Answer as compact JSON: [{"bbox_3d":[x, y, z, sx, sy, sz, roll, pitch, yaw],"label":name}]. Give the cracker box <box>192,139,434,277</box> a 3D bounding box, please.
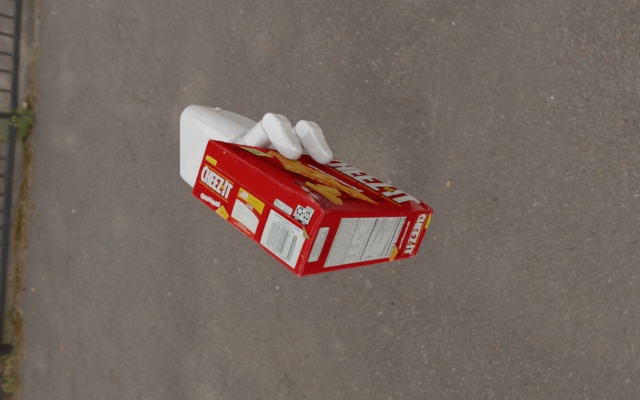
[{"bbox_3d":[0.000,0.002,0.515,0.164,0.072,0.214,31,18,34],"label":"cracker box"}]
